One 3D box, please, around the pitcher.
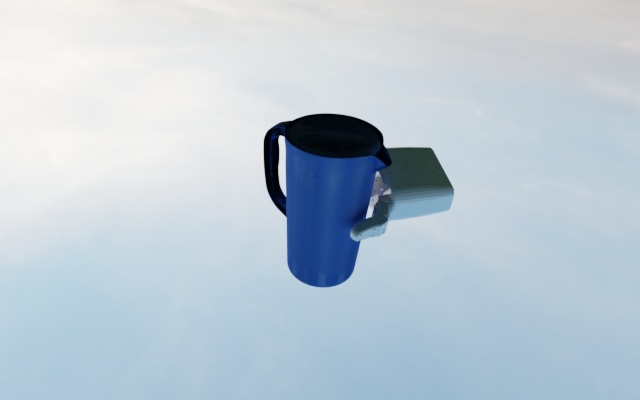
[{"bbox_3d":[0.000,0.002,0.697,0.145,0.243,0.149,-7,36,-18],"label":"pitcher"}]
